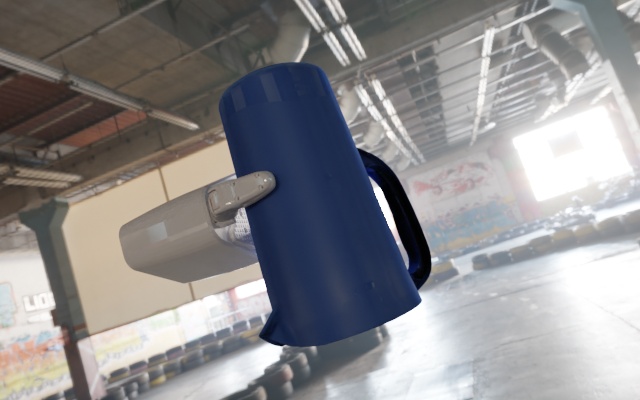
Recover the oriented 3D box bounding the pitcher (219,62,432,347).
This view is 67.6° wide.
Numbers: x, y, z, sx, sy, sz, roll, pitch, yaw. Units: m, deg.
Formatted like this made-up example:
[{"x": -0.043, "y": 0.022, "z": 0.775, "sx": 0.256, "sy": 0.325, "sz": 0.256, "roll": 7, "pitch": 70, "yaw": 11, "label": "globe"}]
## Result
[{"x": 0.000, "y": 0.002, "z": 0.447, "sx": 0.145, "sy": 0.243, "sz": 0.149, "roll": -21, "pitch": -8, "yaw": 18, "label": "pitcher"}]
